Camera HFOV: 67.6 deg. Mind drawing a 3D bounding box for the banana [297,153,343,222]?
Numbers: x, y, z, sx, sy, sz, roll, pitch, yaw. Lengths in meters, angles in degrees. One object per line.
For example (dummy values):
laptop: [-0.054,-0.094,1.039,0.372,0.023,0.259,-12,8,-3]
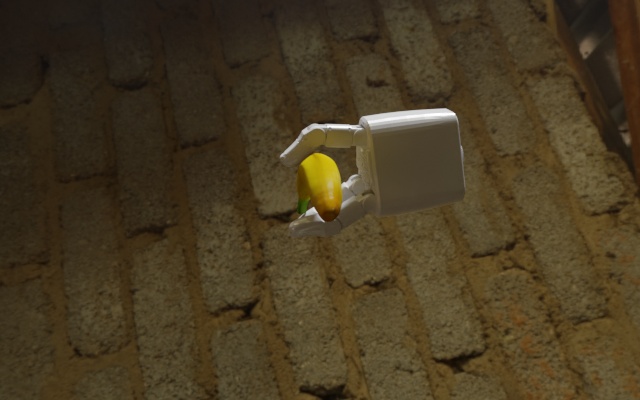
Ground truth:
banana: [-0.002,-0.017,0.511,0.037,0.069,0.198,-5,1,-7]
